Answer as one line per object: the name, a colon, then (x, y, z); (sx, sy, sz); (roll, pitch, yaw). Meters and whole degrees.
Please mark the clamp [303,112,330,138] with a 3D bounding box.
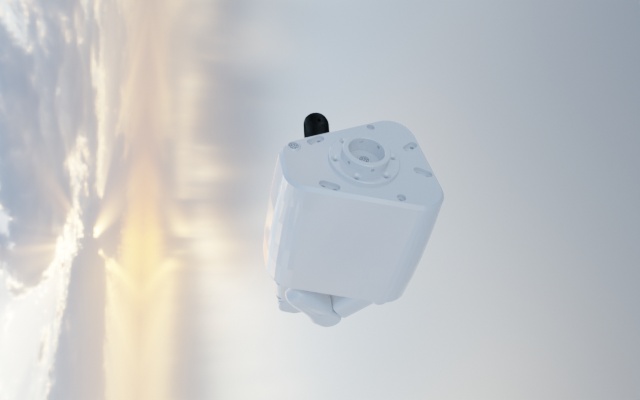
clamp: (-0.001, 0.002, 0.465); (0.039, 0.171, 0.120); (-8, -42, -10)
